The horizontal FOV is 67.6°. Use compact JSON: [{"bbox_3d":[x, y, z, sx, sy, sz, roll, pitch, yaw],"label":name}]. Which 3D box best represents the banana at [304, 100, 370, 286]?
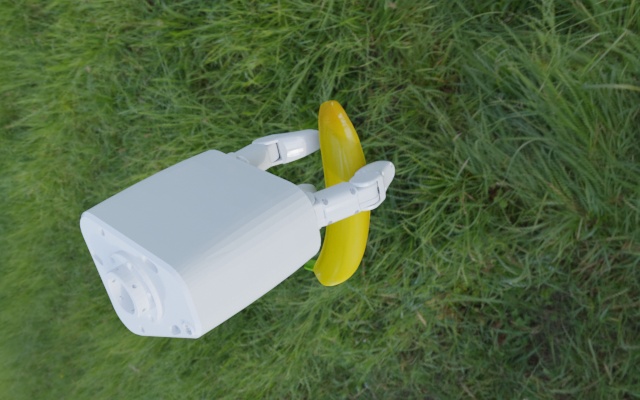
[{"bbox_3d":[0.014,0.013,0.418,0.069,0.198,0.037,33,44,27],"label":"banana"}]
